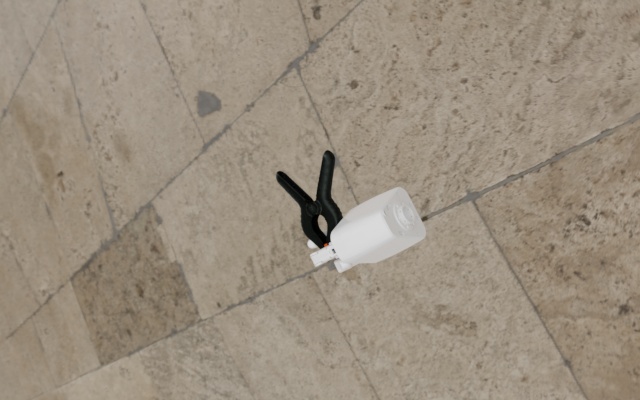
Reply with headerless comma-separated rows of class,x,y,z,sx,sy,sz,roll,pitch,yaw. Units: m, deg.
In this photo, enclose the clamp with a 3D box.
clamp,0.000,0.003,0.807,0.120,0.171,0.039,-31,-7,37
